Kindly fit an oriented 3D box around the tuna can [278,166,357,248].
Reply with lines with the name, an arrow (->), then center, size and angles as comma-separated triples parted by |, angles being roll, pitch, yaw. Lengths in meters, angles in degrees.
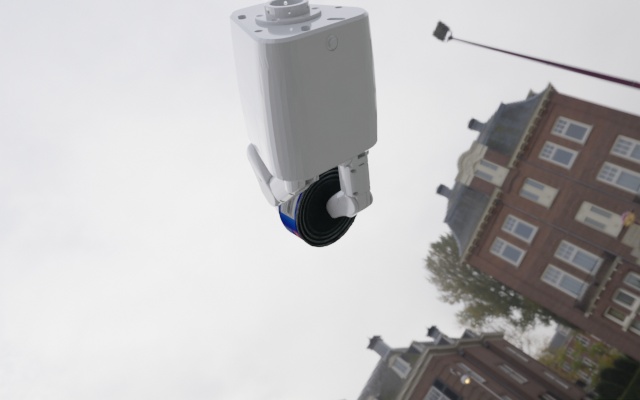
tuna can -> 0.000, 0.001, 0.480 | 0.086, 0.086, 0.033 | 0, 20, -44
